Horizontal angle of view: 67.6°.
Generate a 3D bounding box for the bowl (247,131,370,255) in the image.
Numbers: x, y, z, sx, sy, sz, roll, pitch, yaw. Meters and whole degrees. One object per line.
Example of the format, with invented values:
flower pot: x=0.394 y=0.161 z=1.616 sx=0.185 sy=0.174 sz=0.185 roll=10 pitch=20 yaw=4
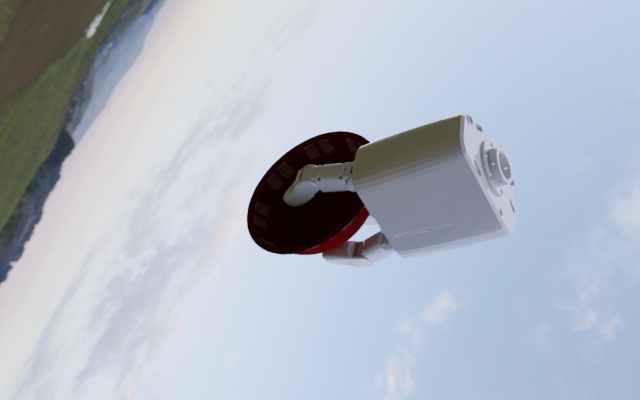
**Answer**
bowl: x=-0.001 y=0.002 z=0.523 sx=0.162 sy=0.162 sz=0.055 roll=0 pitch=-36 yaw=37
